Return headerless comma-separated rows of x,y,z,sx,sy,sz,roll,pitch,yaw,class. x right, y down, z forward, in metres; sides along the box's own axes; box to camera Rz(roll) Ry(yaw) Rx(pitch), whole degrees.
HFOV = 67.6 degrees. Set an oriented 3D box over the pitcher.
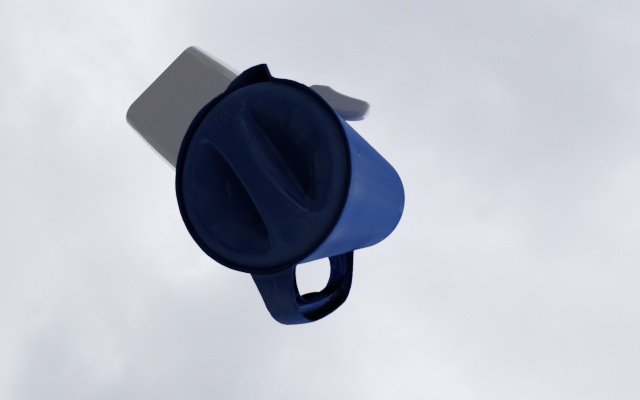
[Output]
0.000,0.001,0.421,0.145,0.149,0.243,36,9,21,pitcher
